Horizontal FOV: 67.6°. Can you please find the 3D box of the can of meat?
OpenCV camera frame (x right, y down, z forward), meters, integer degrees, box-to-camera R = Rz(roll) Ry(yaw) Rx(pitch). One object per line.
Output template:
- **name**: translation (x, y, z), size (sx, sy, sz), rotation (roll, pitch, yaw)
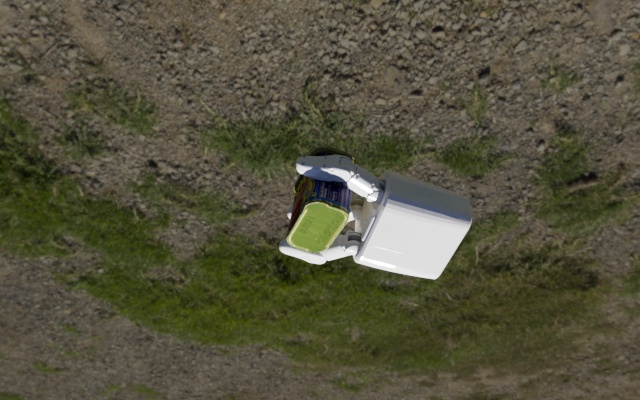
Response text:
- **can of meat**: translation (0.000, 0.002, 0.564), size (0.057, 0.084, 0.102), rotation (18, -40, -12)
